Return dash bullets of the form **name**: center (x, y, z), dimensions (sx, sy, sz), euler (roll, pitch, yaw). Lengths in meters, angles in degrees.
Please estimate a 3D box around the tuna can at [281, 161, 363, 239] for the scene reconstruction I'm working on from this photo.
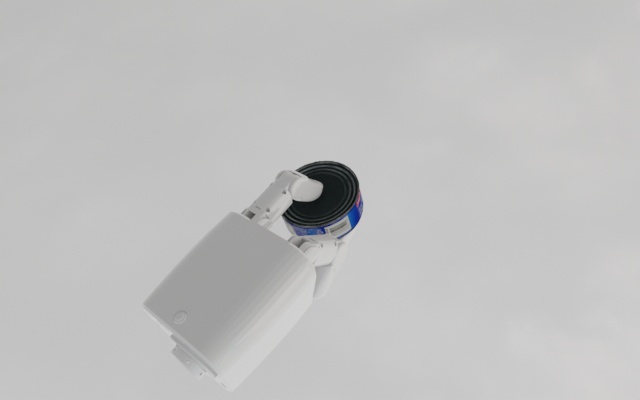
- **tuna can**: center (0.000, 0.002, 0.487), dimensions (0.086, 0.086, 0.034), euler (0, -39, 17)
